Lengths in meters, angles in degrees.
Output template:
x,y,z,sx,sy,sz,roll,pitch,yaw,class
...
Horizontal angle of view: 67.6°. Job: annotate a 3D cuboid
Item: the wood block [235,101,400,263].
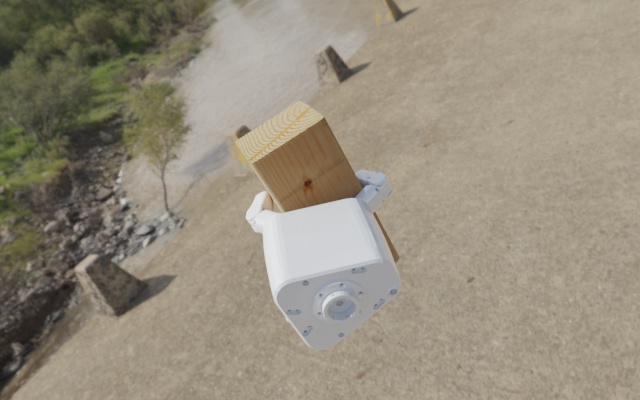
x,y,z,sx,sy,sz,roll,pitch,yaw,class
0.000,0.002,0.557,0.091,0.206,0.090,-33,30,-5,wood block
